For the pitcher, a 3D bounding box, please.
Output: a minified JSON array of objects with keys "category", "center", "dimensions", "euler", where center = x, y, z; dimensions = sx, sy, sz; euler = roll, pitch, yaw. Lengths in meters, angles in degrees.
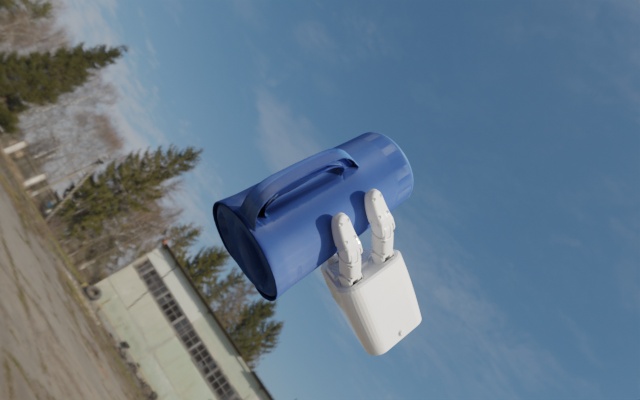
[{"category":"pitcher","center":[0.000,0.002,0.594],"dimensions":[0.243,0.145,0.149],"euler":[-31,18,-25]}]
